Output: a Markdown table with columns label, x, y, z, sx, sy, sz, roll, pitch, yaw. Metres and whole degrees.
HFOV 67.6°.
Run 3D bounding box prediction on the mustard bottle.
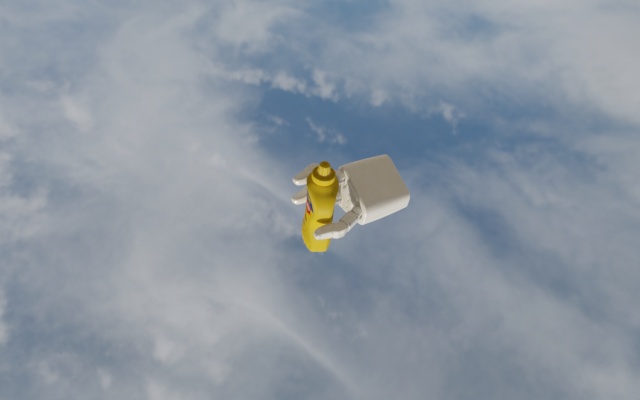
| label | x | y | z | sx | sy | sz | roll | pitch | yaw |
| --- | --- | --- | --- | --- | --- | --- | --- | --- | --- |
| mustard bottle | 0.000 | 0.003 | 0.875 | 0.058 | 0.096 | 0.192 | 1 | -42 | -6 |
